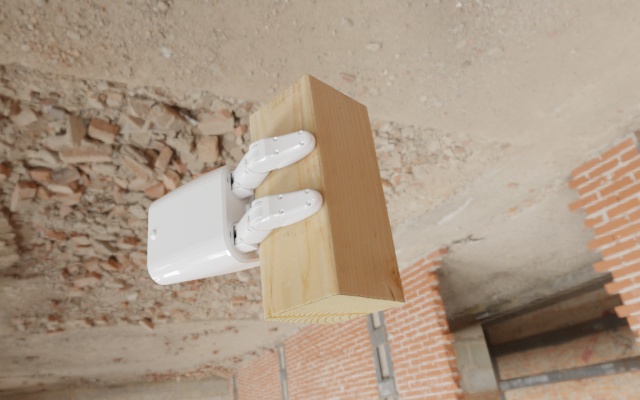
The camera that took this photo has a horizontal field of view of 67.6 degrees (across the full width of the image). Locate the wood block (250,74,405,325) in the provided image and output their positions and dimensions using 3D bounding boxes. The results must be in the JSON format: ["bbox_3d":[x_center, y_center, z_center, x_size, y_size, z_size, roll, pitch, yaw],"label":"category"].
[{"bbox_3d":[0.000,0.002,0.447,0.090,0.206,0.091,-27,-31,36],"label":"wood block"}]
